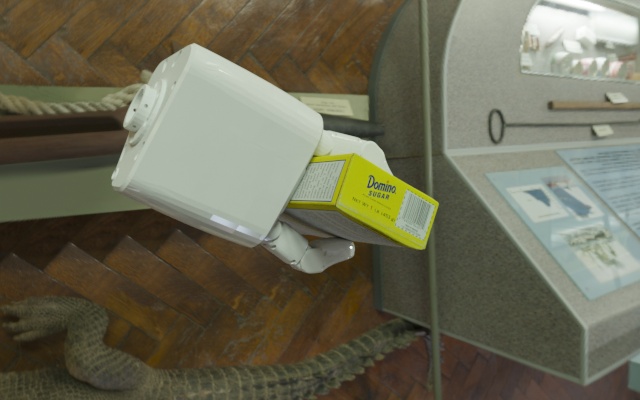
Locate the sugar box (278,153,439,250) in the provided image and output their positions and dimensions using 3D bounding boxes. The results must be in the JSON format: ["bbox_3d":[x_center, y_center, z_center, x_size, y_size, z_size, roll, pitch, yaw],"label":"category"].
[{"bbox_3d":[0.000,0.001,0.403,0.093,0.048,0.176,27,-12,-33],"label":"sugar box"}]
